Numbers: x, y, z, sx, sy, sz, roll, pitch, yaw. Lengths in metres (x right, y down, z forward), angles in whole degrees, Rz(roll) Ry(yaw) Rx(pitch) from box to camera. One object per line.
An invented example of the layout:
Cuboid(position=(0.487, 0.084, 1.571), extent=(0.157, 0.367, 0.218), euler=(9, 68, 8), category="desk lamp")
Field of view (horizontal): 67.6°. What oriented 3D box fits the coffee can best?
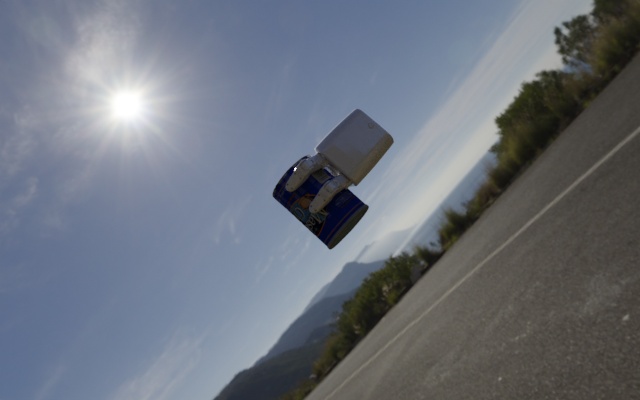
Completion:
Cuboid(position=(0.000, 0.003, 0.847), extent=(0.140, 0.103, 0.103), euler=(42, 9, 11), category="coffee can")
